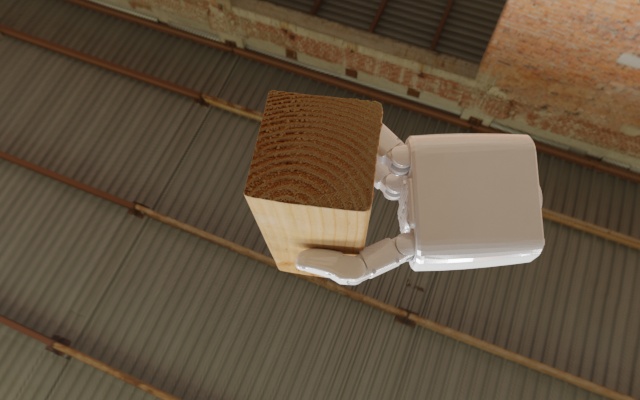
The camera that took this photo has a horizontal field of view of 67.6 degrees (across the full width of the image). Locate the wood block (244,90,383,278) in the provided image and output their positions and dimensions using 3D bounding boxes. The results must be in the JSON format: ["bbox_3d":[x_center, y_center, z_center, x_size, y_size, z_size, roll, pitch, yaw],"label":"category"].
[{"bbox_3d":[0.000,0.002,0.434,0.090,0.090,0.206,7,-22,5],"label":"wood block"}]
